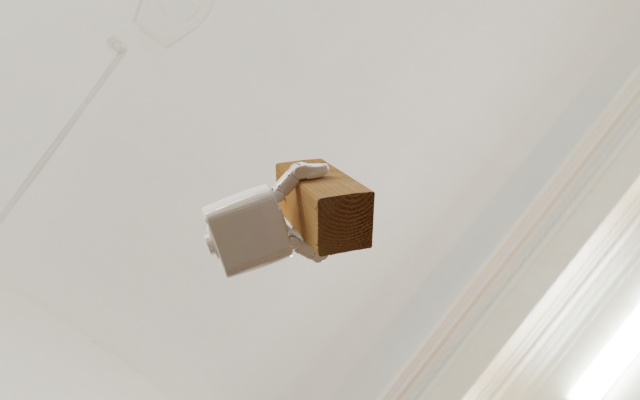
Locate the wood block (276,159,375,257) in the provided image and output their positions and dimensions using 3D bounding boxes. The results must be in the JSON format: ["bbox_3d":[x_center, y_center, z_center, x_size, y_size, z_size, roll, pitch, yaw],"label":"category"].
[{"bbox_3d":[0.000,0.002,0.769,0.090,0.091,0.206,-8,21,-20],"label":"wood block"}]
